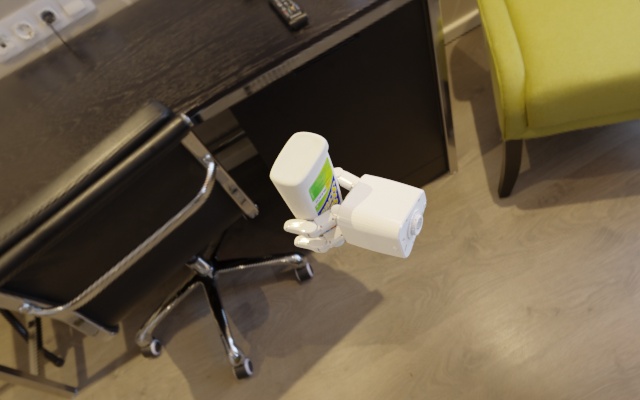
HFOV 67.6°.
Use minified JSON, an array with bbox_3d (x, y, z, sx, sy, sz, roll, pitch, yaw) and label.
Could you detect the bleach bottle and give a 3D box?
[{"bbox_3d":[0.000,0.003,0.808,0.068,0.102,0.251,18,-24,28],"label":"bleach bottle"}]
